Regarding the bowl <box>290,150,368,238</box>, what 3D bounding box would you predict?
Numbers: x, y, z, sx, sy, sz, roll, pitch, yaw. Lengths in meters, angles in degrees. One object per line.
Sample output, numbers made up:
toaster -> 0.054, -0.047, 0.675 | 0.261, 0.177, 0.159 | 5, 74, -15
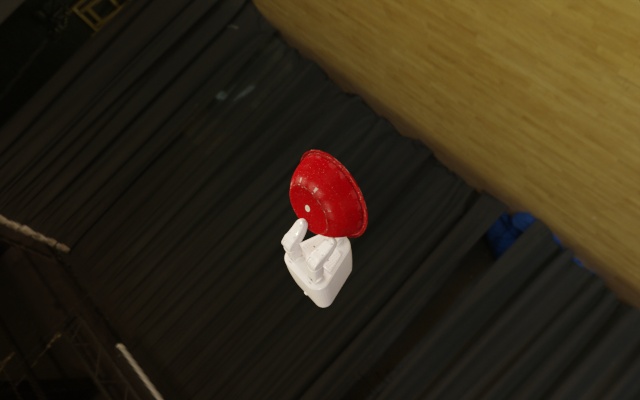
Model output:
bowl -> 0.000, 0.002, 0.766 | 0.055, 0.162, 0.162 | -32, 17, -28
